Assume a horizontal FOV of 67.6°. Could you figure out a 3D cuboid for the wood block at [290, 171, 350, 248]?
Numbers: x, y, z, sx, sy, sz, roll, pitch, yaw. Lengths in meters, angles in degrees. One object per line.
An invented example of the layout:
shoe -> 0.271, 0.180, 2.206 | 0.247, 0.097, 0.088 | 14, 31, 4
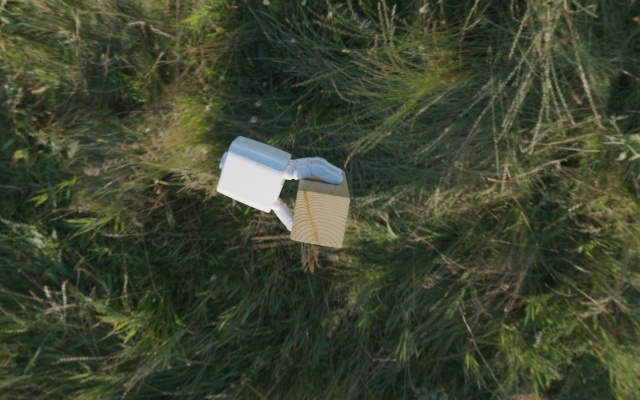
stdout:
wood block -> 0.000, 0.003, 0.885 | 0.090, 0.091, 0.206 | 9, 16, -2
